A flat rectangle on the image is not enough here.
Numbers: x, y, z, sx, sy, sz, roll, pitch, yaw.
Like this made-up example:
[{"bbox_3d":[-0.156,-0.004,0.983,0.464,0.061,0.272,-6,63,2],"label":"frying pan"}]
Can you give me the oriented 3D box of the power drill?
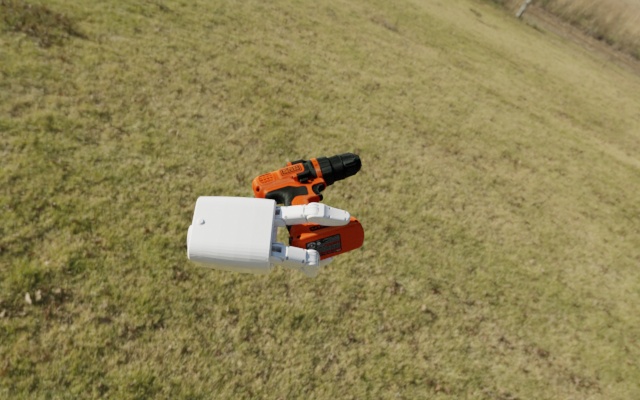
[{"bbox_3d":[0.000,0.003,0.732,0.184,0.057,0.187,-18,41,-7],"label":"power drill"}]
